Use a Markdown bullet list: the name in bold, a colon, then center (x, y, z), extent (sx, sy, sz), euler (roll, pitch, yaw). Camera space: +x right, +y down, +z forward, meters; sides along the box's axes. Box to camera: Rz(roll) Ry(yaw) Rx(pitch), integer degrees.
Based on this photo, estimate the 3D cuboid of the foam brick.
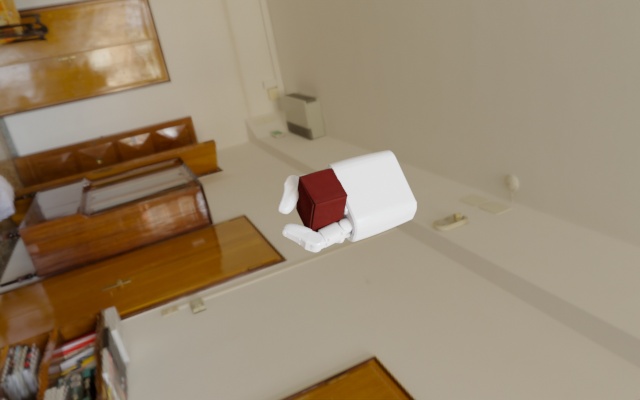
- **foam brick**: center (0.000, 0.002, 0.667), extent (0.051, 0.053, 0.078), euler (-16, -33, -18)
